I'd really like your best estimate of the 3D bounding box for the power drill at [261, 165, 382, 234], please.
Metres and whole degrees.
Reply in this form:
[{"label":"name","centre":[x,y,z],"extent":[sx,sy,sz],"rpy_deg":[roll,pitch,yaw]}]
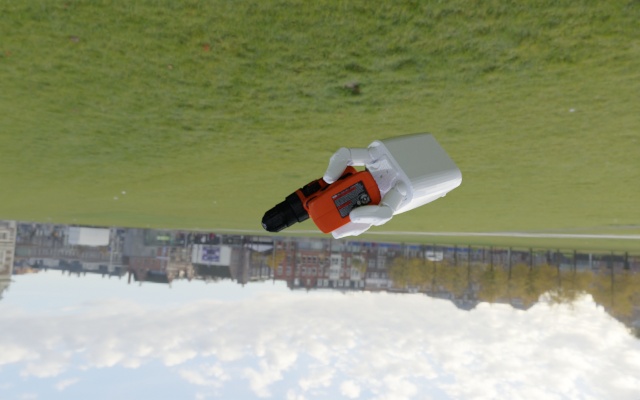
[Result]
[{"label":"power drill","centre":[0.000,0.002,0.736],"extent":[0.184,0.057,0.187],"rpy_deg":[-31,12,-10]}]
